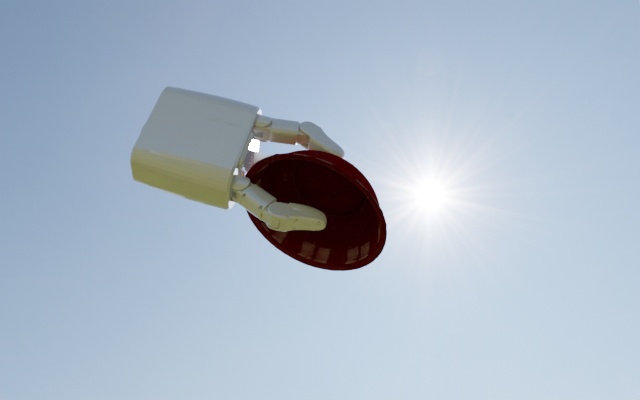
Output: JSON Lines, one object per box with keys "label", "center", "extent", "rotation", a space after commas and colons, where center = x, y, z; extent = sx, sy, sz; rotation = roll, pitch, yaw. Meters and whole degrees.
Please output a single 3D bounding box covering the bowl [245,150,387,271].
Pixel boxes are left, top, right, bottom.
{"label": "bowl", "center": [0.001, 0.002, 0.512], "extent": [0.162, 0.162, 0.055], "rotation": [0, 40, 29]}
